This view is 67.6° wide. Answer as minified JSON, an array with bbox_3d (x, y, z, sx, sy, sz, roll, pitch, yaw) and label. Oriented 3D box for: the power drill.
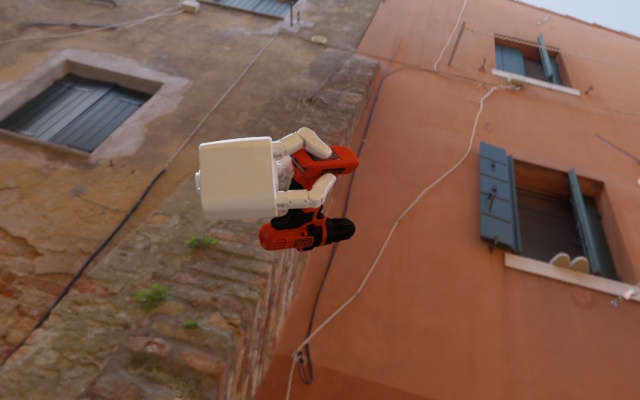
[{"bbox_3d":[0.000,0.002,0.789,0.184,0.188,0.057,-5,38,-32],"label":"power drill"}]
